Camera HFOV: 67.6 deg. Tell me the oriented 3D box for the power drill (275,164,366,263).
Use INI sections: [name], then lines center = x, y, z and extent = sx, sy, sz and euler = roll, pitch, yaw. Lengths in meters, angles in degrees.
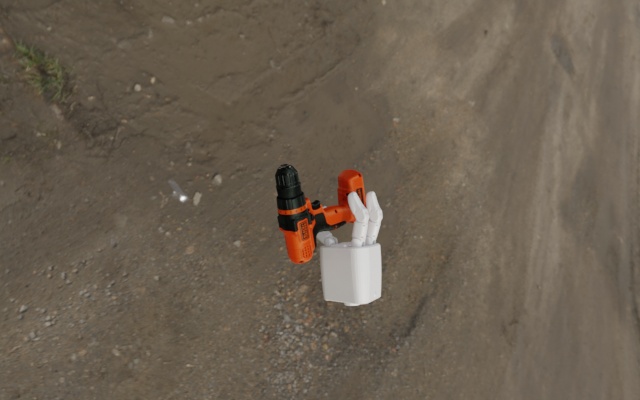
[power drill]
center = 0.001, 0.003, 0.888
extent = 0.187, 0.184, 0.057
euler = -23, 25, -36
